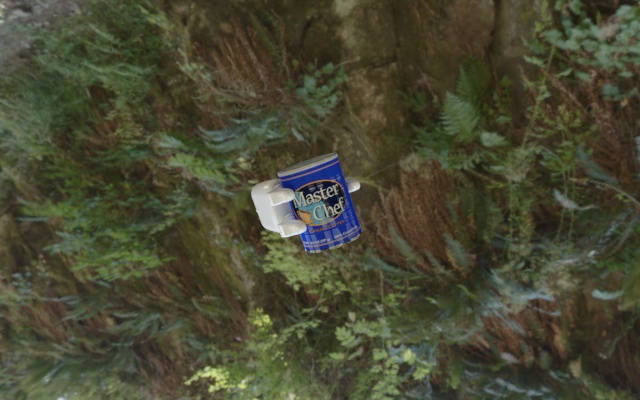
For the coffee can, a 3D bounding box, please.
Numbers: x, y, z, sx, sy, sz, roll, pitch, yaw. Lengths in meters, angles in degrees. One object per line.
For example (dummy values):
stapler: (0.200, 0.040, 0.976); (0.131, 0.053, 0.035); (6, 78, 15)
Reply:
coffee can: (0.000, 0.002, 0.792); (0.103, 0.140, 0.103); (-19, 9, 3)
